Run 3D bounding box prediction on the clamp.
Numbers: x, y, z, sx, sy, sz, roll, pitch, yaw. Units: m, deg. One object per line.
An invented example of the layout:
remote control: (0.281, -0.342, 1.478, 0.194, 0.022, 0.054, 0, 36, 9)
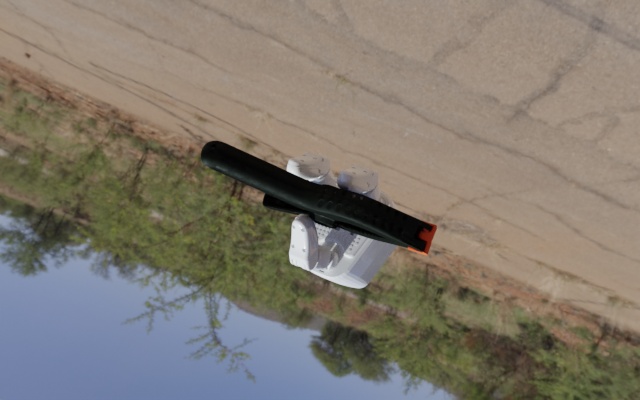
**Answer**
clamp: (0.000, 0.002, 0.444, 0.210, 0.036, 0.164, 17, -9, 25)
